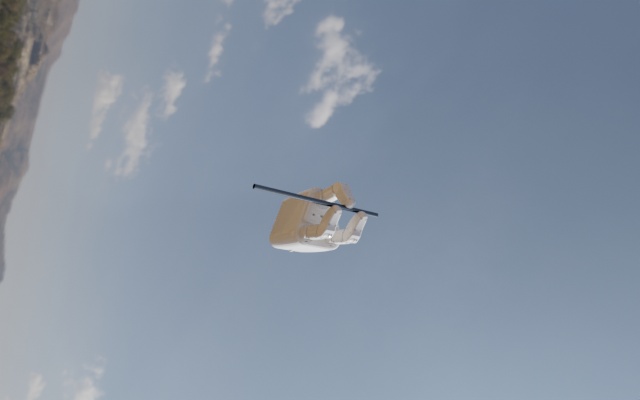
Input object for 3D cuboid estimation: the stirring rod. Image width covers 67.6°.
[{"bbox_3d":[0.000,0.002,0.768,0.239,0.011,0.011,13,-8,-33],"label":"stirring rod"}]
